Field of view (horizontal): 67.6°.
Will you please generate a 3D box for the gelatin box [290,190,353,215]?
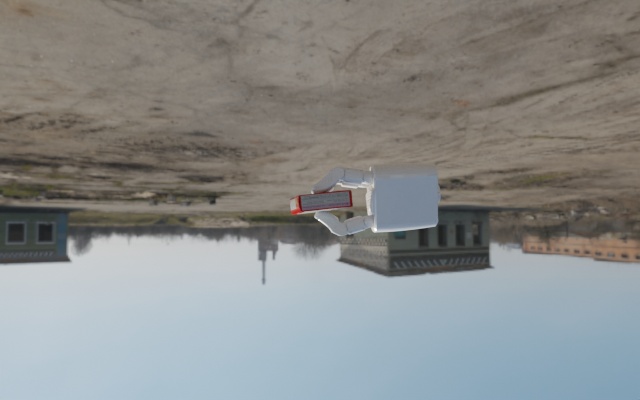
[{"bbox_3d":[0.000,0.003,0.786,0.089,0.030,0.073,-7,-3,-15],"label":"gelatin box"}]
